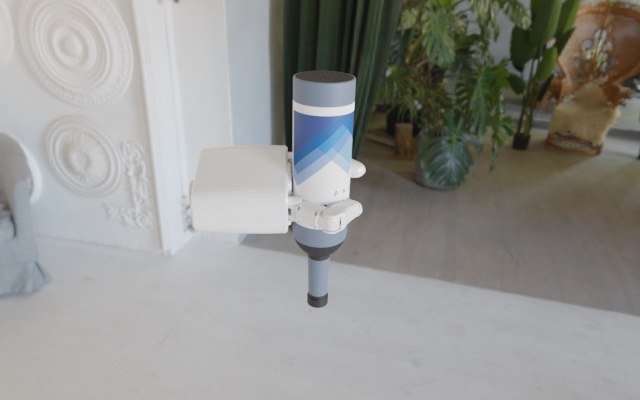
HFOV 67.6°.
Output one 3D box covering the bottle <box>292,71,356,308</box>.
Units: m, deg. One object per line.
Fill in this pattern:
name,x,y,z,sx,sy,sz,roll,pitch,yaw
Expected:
bottle,0.000,0.002,0.567,0.069,0.296,0.069,1,26,-1
